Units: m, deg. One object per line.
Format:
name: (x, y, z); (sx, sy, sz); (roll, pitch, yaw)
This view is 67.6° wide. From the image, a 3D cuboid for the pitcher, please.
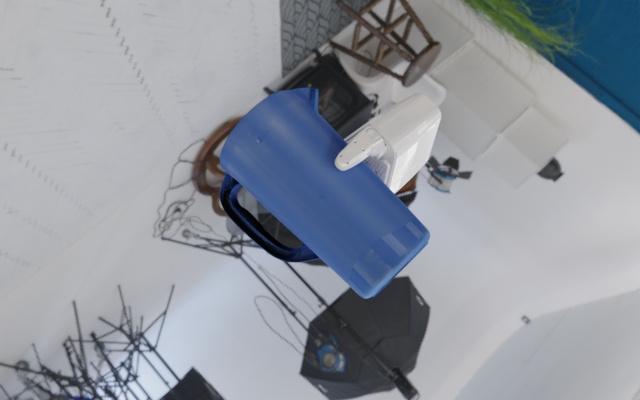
pitcher: (0.000, 0.002, 0.565); (0.145, 0.243, 0.149); (-38, -13, -32)
